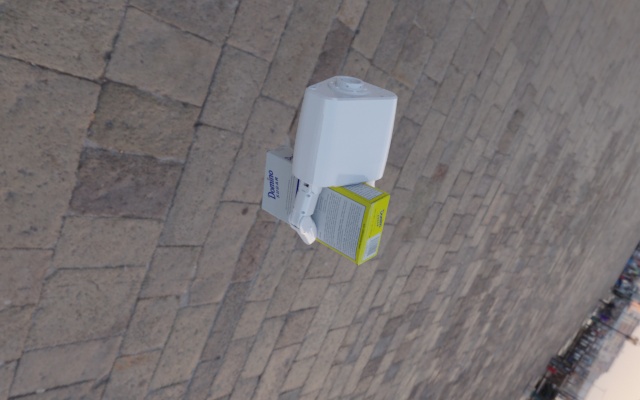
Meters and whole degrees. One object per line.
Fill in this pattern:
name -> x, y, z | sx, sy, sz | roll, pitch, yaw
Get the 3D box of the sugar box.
sugar box -> 0.001, 0.002, 0.626 | 0.176, 0.093, 0.048 | 30, 35, 33
